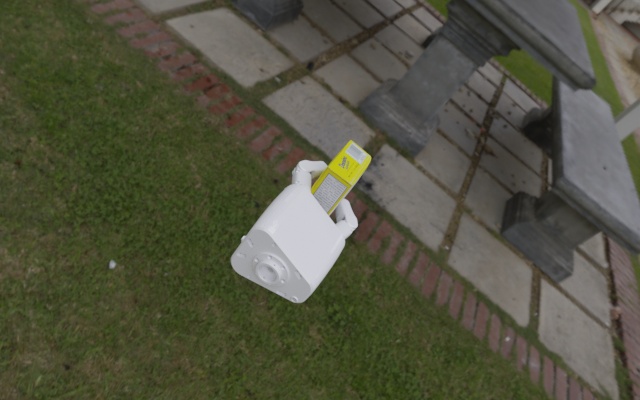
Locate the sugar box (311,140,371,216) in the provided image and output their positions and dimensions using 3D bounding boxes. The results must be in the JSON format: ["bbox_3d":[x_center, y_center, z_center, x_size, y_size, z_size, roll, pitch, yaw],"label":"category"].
[{"bbox_3d":[0.000,0.002,0.692,0.176,0.048,0.093,-50,1,38],"label":"sugar box"}]
